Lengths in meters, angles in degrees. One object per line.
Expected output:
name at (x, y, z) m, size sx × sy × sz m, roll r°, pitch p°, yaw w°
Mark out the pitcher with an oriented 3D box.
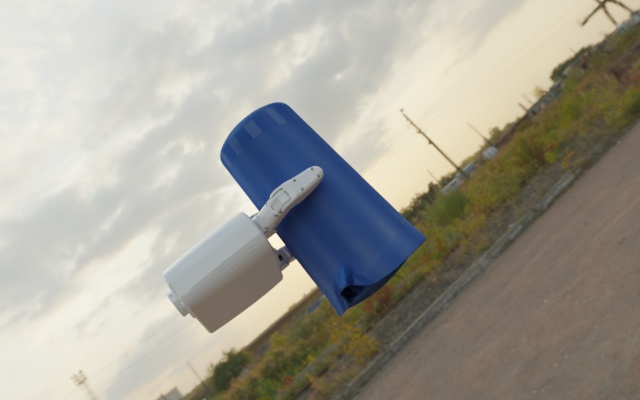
pitcher at (0.000, 0.002, 0.571) m, size 0.145 × 0.243 × 0.149 m, roll -39°, pitch -10°, yaw -17°
